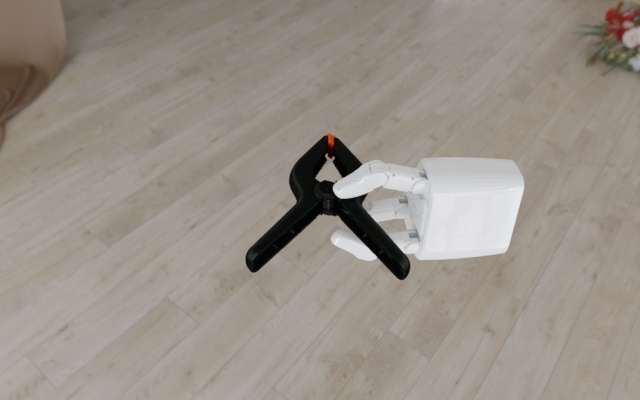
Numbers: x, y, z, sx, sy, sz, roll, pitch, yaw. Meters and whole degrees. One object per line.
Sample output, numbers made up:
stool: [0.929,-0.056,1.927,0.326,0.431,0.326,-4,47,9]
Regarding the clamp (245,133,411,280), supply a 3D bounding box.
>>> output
clamp: [0.000,0.001,0.534,0.164,0.209,0.036,-1,-43,-6]
